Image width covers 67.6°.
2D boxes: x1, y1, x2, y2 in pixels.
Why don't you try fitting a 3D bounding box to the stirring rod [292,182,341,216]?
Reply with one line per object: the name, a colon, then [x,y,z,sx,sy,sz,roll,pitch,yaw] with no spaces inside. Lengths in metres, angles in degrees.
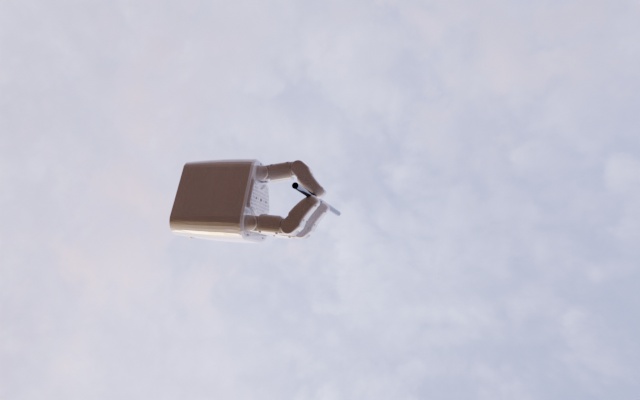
stirring rod: [0.000,0.002,0.651,0.011,0.011,0.239,0,-9,14]
